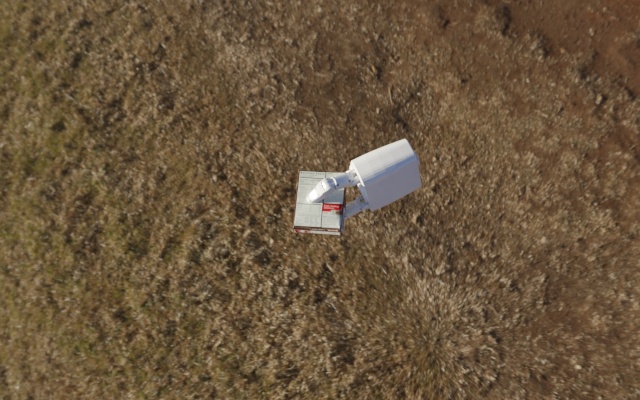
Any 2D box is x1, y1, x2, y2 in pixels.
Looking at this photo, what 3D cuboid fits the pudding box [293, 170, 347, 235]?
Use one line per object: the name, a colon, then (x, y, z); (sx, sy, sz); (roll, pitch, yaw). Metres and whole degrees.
pudding box: (0.000, 0.003, 0.867); (0.090, 0.113, 0.039); (3, -19, 8)
